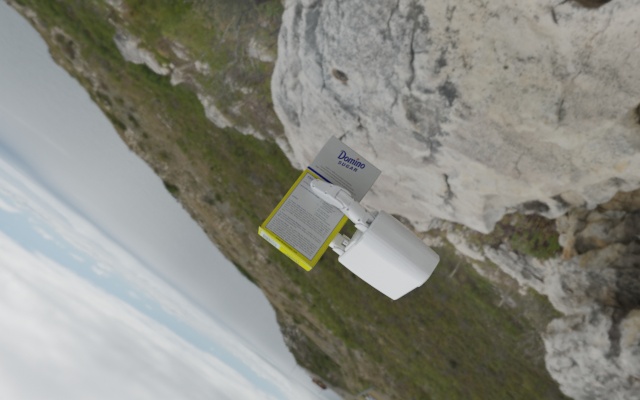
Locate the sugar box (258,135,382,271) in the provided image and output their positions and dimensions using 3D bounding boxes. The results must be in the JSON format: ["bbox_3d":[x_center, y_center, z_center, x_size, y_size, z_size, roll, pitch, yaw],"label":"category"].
[{"bbox_3d":[0.000,0.003,0.685,0.093,0.176,0.048,38,-19,1],"label":"sugar box"}]
